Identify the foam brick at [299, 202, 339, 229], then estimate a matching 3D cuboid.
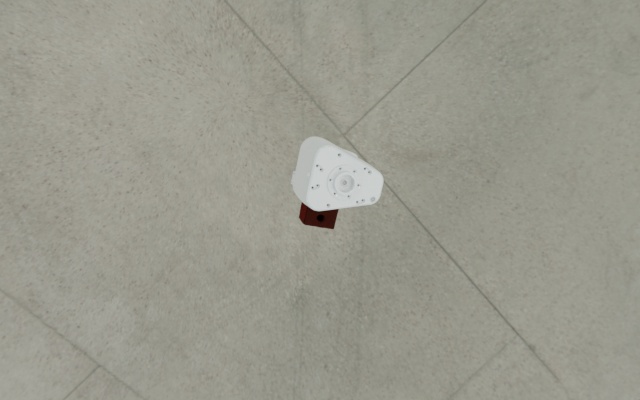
[{"bbox_3d":[0.000,0.003,0.786,0.053,0.078,0.051,10,10,-14],"label":"foam brick"}]
